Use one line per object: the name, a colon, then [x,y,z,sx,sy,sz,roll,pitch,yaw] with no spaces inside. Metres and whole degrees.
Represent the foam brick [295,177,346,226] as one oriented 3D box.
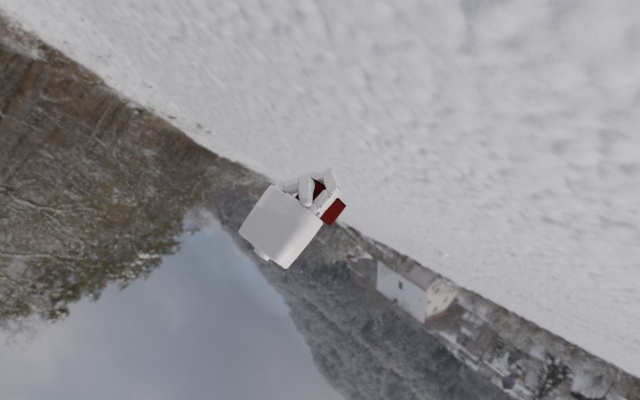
foam brick: [0.000,0.003,0.892,0.053,0.051,0.078,32,-7,40]
